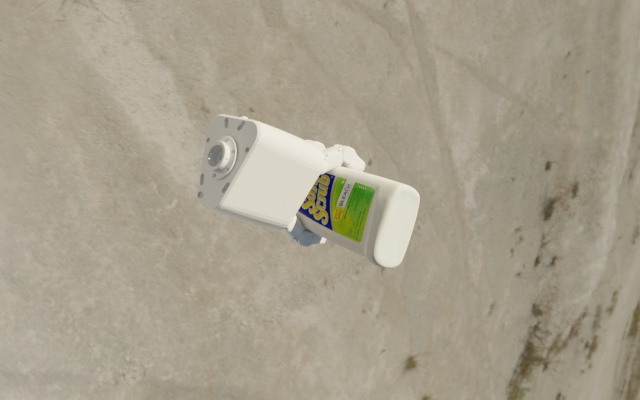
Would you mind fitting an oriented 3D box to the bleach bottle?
[{"bbox_3d":[0.000,0.002,0.624,0.251,0.102,0.068,17,-1,41],"label":"bleach bottle"}]
